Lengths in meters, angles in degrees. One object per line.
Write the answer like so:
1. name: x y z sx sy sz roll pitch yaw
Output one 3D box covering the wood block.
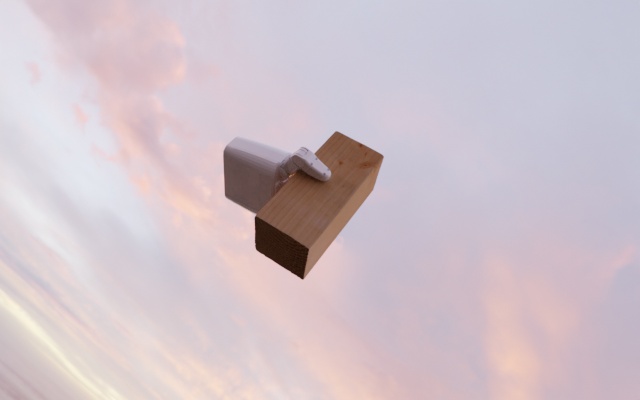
1. wood block: 0.000 0.002 0.713 0.090 0.206 0.091 30 -34 15
